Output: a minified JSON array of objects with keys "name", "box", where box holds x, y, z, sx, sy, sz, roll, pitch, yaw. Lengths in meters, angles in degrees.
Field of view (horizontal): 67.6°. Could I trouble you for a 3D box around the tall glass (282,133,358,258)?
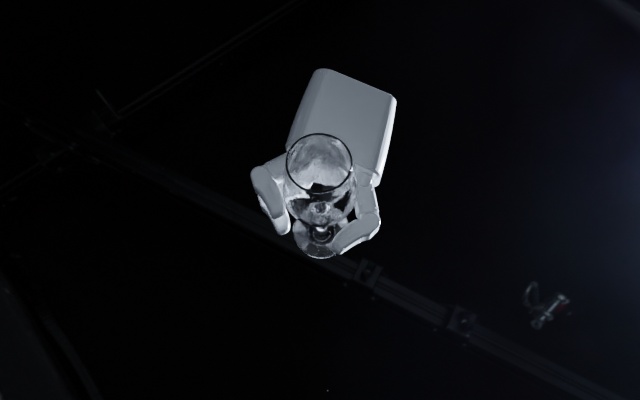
[{"name":"tall glass","box":[0.000,0.002,0.528,0.079,0.079,0.201,0,-22,1]}]
